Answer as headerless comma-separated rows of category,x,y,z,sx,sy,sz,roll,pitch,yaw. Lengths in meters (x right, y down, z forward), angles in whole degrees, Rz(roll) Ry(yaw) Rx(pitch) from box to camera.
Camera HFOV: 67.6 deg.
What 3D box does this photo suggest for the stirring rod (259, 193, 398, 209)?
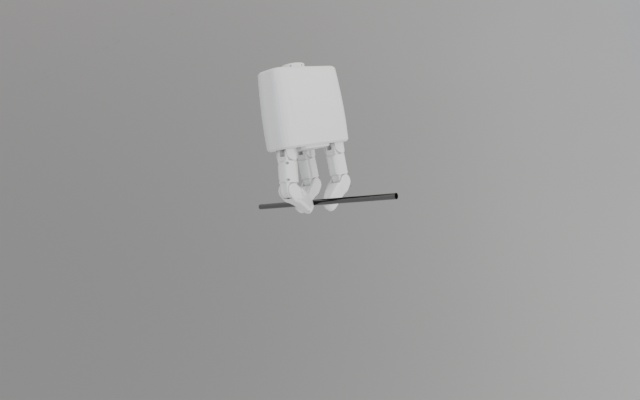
stirring rod,0.000,0.002,0.658,0.239,0.011,0.011,-5,-3,40
